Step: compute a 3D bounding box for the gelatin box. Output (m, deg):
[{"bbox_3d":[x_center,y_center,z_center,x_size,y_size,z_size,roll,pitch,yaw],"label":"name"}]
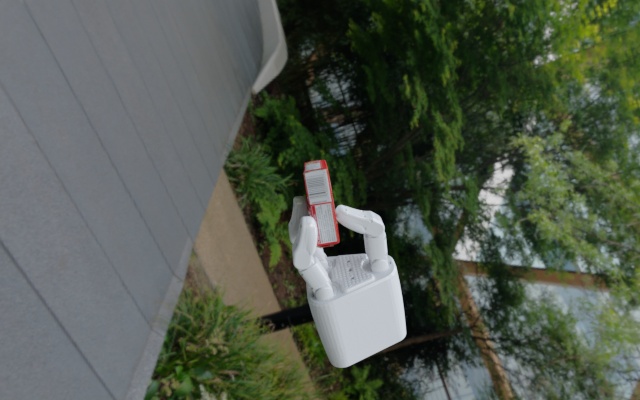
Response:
[{"bbox_3d":[0.000,0.001,0.557,0.030,0.089,0.073,-9,13,1],"label":"gelatin box"}]
